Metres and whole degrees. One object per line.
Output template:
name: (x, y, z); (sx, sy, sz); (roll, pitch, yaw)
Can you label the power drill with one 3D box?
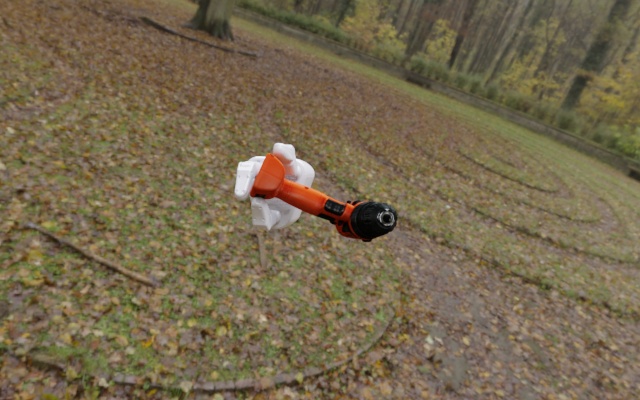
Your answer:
power drill: (0.000, 0.002, 0.652); (0.187, 0.057, 0.184); (26, -11, -9)
